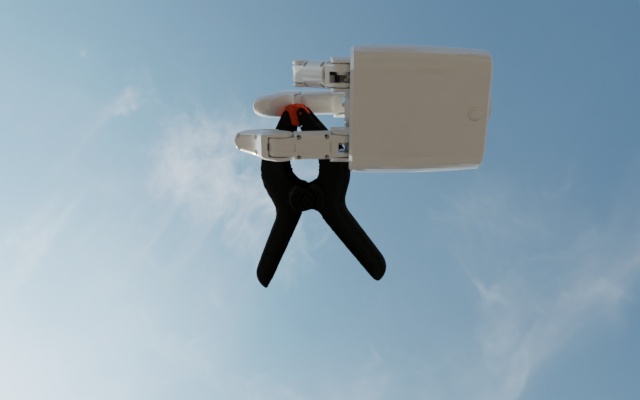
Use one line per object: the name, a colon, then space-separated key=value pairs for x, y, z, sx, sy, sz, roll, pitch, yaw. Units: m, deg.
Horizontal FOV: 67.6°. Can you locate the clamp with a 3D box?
clamp: x=0.000 y=0.001 z=0.425 sx=0.120 sy=0.171 sz=0.039 roll=1 pitch=17 yaw=3
